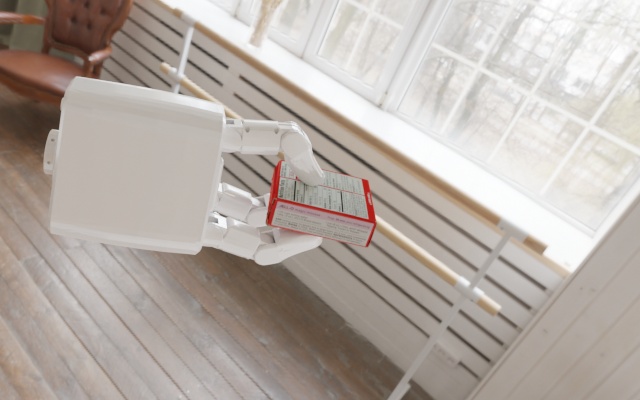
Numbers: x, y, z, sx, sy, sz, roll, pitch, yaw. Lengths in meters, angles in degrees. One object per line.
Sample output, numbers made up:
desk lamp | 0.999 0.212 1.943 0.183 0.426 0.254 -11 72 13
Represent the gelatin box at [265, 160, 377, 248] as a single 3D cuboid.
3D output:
gelatin box | 0.001 0.001 0.414 0.089 0.030 0.073 12 29 -8
